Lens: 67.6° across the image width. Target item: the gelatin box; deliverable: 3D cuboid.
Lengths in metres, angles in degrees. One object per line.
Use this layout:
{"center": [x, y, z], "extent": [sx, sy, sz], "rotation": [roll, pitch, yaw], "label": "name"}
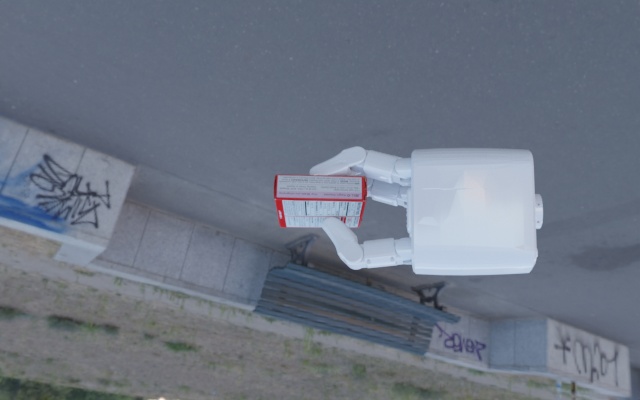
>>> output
{"center": [0.000, 0.002, 0.481], "extent": [0.089, 0.030, 0.073], "rotation": [0, -24, 0], "label": "gelatin box"}
